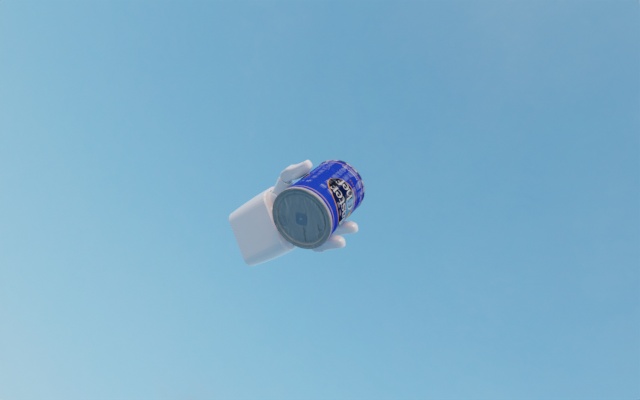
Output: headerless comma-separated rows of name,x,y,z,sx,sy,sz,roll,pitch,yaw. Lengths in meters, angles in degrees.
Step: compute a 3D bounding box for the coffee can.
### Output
coffee can,0.000,0.003,0.785,0.103,0.103,0.140,0,22,29
